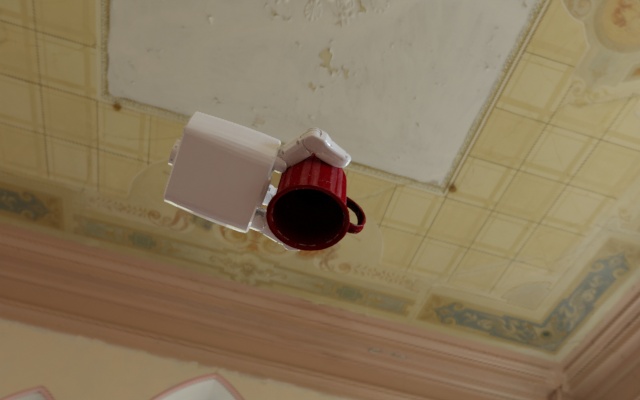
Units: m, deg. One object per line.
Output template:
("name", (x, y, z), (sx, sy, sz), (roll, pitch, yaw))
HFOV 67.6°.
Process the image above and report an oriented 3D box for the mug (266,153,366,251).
("mug", (0.001, 0.002, 0.559), (0.117, 0.093, 0.081), (21, 35, -10))
